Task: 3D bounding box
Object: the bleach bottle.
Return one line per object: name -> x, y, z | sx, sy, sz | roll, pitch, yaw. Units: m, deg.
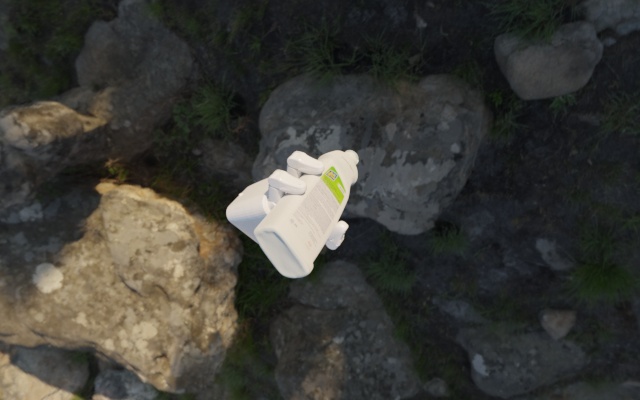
bleach bottle -> 0.000, 0.002, 0.766 | 0.068, 0.102, 0.250 | -14, 27, 42
